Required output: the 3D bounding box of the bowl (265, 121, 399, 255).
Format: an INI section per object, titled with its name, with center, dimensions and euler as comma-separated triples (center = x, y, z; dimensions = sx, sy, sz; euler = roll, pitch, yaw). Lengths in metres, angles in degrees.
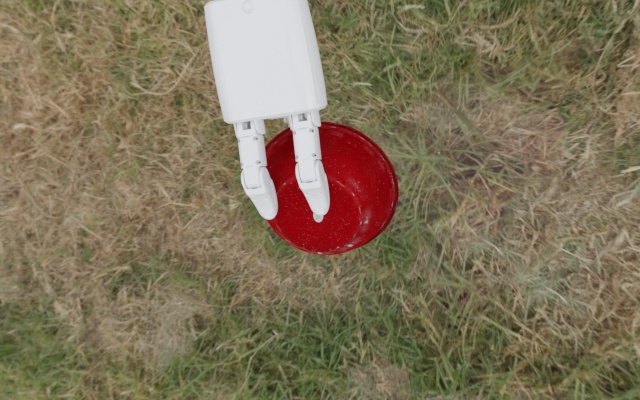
[bowl]
center = 0.001, 0.003, 0.504
dimensions = 0.162, 0.162, 0.055
euler = 0, 29, 11
